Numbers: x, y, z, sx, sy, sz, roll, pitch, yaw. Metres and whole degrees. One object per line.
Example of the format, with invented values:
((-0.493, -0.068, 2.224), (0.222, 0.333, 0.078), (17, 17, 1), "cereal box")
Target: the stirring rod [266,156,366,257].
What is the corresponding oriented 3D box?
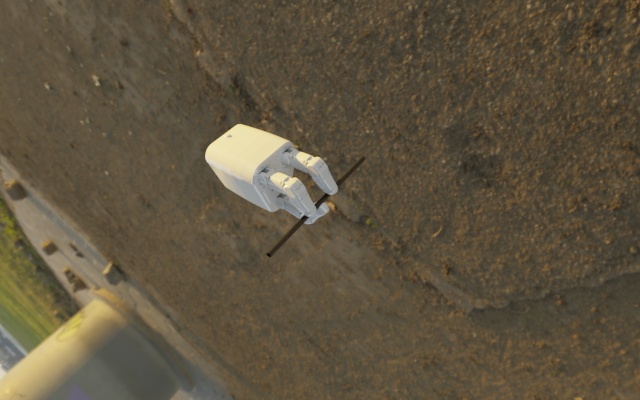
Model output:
((0.000, 0.002, 0.709), (0.011, 0.011, 0.239), (0, 36, 46), "stirring rod")
